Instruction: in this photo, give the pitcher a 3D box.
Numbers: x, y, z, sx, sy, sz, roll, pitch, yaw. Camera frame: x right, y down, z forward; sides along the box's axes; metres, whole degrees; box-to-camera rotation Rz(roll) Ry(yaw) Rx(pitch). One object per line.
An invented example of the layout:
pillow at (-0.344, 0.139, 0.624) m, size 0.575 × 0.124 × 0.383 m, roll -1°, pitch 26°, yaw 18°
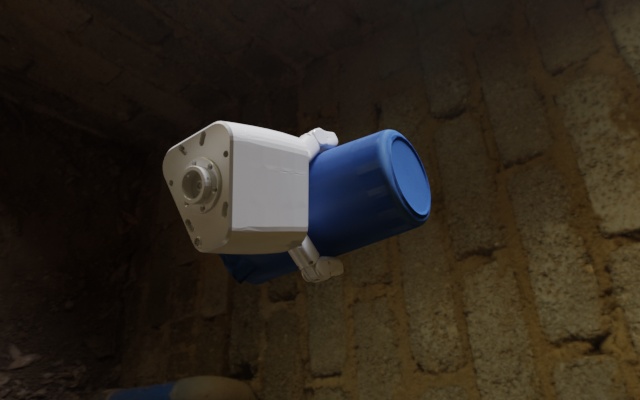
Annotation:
pitcher at (0.000, 0.002, 0.565) m, size 0.243 × 0.149 × 0.145 m, roll -20°, pitch -15°, yaw 31°
